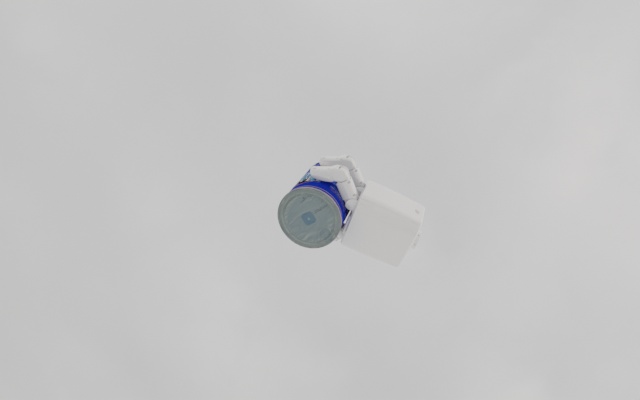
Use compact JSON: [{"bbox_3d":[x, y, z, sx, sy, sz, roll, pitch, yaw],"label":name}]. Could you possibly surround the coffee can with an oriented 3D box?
[{"bbox_3d":[0.000,0.003,0.796,0.103,0.103,0.140,0,22,17],"label":"coffee can"}]
